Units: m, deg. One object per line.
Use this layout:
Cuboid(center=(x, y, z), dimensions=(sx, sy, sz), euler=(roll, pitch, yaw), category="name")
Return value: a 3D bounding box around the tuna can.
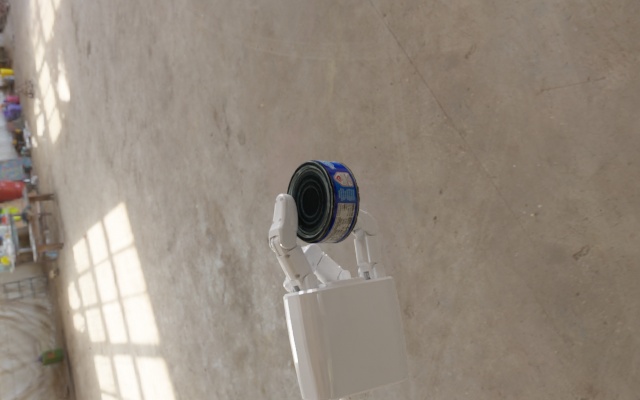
Cuboid(center=(0.000, 0.002, 0.489), dimensions=(0.034, 0.086, 0.086), euler=(2, -1, -36), category="tuna can")
